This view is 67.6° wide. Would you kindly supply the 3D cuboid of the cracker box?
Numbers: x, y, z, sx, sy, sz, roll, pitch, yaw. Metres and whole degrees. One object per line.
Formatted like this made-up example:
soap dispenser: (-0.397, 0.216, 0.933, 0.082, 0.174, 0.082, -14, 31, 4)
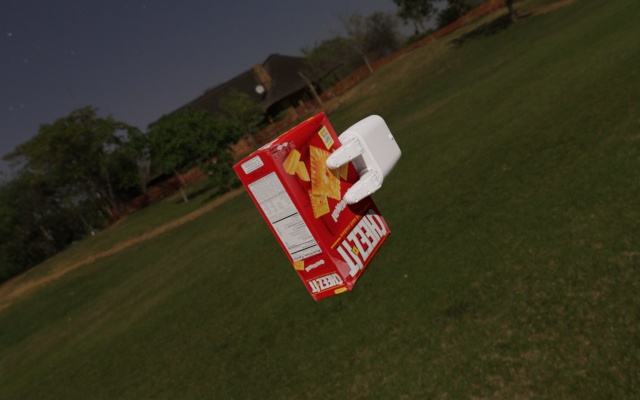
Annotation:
cracker box: (0.000, 0.002, 0.667, 0.072, 0.214, 0.164, -24, 12, 36)
